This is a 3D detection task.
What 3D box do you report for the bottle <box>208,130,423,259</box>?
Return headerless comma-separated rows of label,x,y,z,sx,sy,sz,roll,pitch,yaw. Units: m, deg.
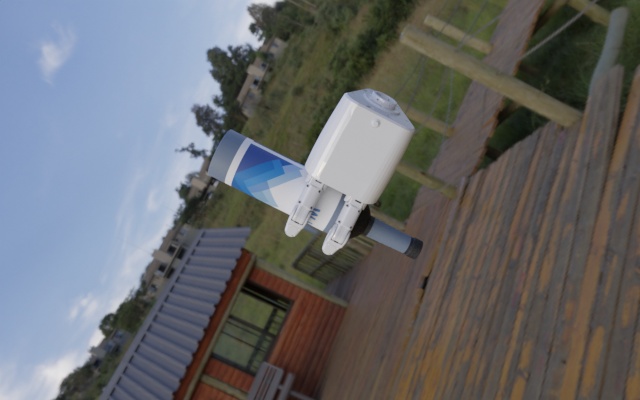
bottle,0.000,0.002,0.633,0.296,0.069,0.069,26,-2,-4
